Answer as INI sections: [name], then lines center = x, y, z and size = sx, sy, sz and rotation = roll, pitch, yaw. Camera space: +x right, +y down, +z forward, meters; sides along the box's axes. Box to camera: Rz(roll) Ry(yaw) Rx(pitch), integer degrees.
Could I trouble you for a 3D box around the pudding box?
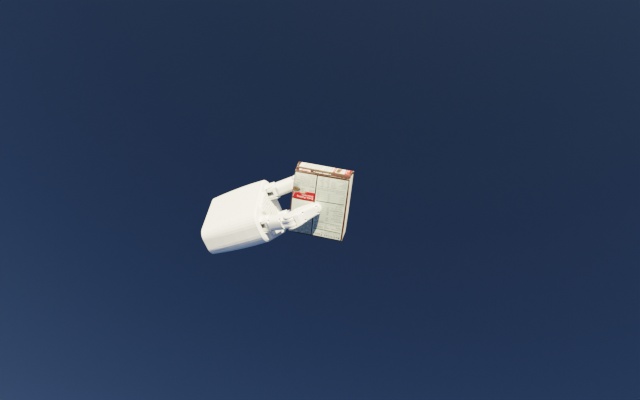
[pudding box]
center = 0.000, 0.003, 0.754
size = 0.090, 0.113, 0.039
rotation = 10, 28, 7
